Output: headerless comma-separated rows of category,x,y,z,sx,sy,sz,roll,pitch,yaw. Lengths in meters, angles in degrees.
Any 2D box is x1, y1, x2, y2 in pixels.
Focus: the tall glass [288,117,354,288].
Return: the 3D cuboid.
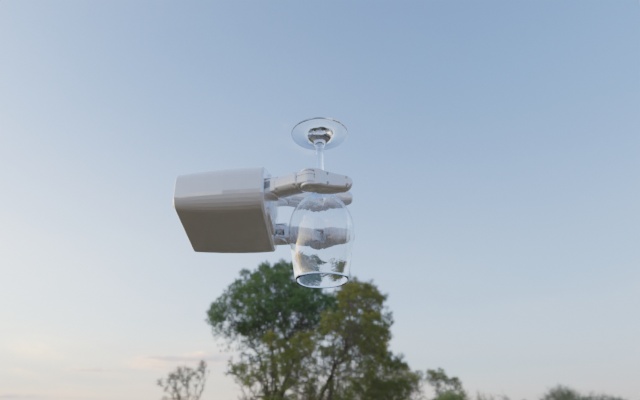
tall glass,0.000,0.001,0.584,0.079,0.201,0.079,-1,-26,-1
